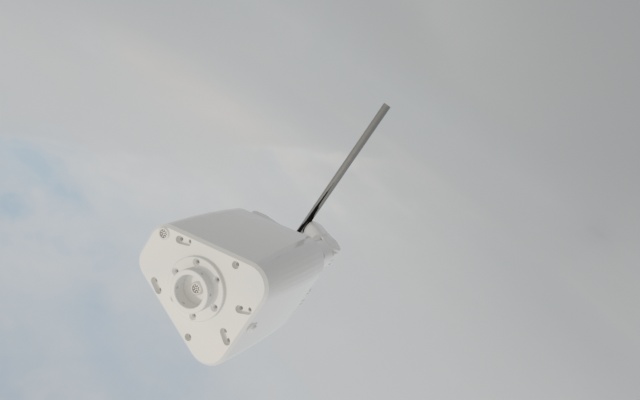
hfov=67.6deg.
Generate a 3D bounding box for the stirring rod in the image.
[{"bbox_3d":[0.000,0.002,0.502,0.011,0.239,0.011,32,16,-10],"label":"stirring rod"}]
